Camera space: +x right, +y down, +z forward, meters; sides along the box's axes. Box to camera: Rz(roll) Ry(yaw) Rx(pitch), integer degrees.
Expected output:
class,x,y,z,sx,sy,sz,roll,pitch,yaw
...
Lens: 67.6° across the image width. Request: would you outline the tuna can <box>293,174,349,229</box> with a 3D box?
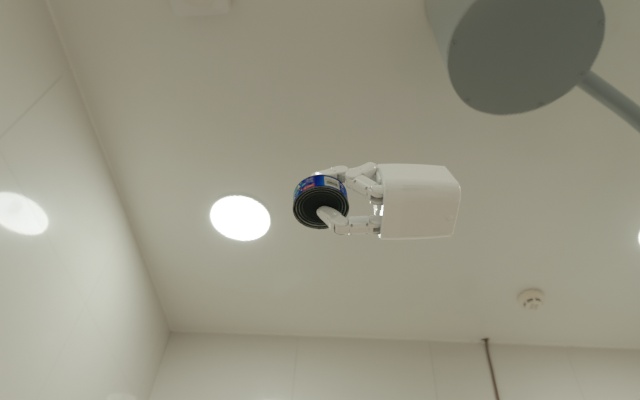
class,x,y,z,sx,sy,sz,roll,pitch,yaw
tuna can,0.000,0.002,0.734,0.086,0.086,0.033,0,41,-3
